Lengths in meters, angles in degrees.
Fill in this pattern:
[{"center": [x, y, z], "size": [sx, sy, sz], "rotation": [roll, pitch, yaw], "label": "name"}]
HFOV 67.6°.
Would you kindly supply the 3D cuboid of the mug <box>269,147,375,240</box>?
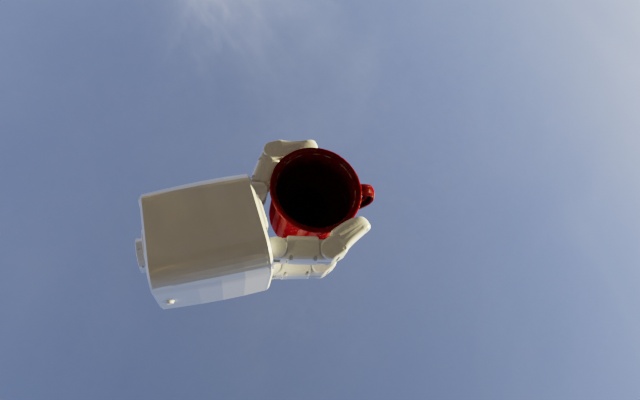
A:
[{"center": [0.001, 0.001, 0.512], "size": [0.117, 0.093, 0.081], "rotation": [-8, -20, -15], "label": "mug"}]
